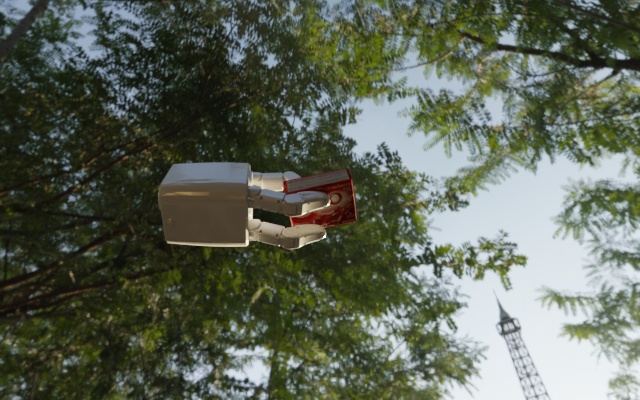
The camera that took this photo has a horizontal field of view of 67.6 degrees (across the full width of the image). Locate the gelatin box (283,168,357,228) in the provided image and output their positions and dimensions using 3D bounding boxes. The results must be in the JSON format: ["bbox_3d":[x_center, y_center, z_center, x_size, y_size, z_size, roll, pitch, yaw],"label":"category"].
[{"bbox_3d":[0.000,0.002,0.635,0.089,0.073,0.030,-12,39,-3],"label":"gelatin box"}]
